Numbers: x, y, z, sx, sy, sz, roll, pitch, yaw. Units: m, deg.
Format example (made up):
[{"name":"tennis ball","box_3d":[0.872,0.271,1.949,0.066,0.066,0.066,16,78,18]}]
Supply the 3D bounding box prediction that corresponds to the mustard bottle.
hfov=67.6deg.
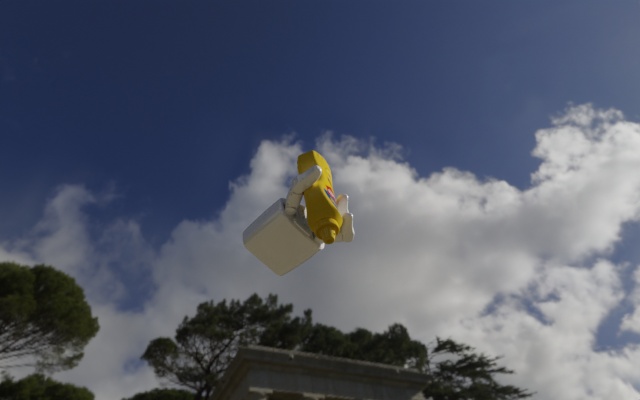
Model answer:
[{"name":"mustard bottle","box_3d":[0.000,0.002,0.836,0.058,0.096,0.191,-19,41,7]}]
